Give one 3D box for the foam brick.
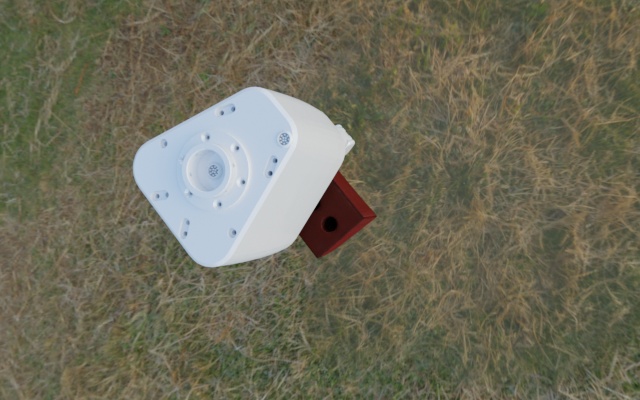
[{"bbox_3d":[0.000,0.001,0.403,0.053,0.078,0.051,-42,-9,14],"label":"foam brick"}]
